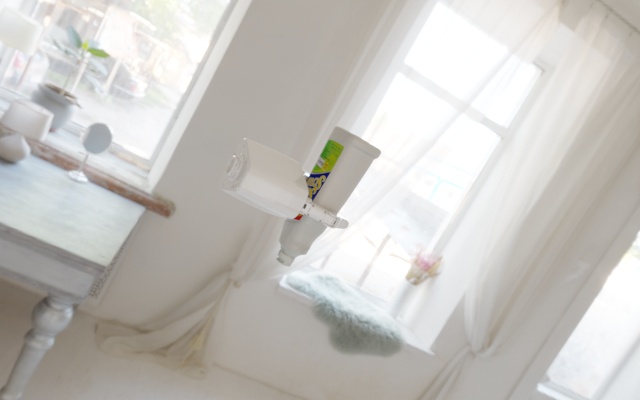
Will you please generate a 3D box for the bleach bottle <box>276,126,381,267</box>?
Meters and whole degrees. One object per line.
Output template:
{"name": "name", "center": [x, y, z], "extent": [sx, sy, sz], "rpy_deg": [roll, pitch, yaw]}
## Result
{"name": "bleach bottle", "center": [0.000, 0.003, 0.806], "extent": [0.068, 0.251, 0.102], "rpy_deg": [26, 8, -28]}
